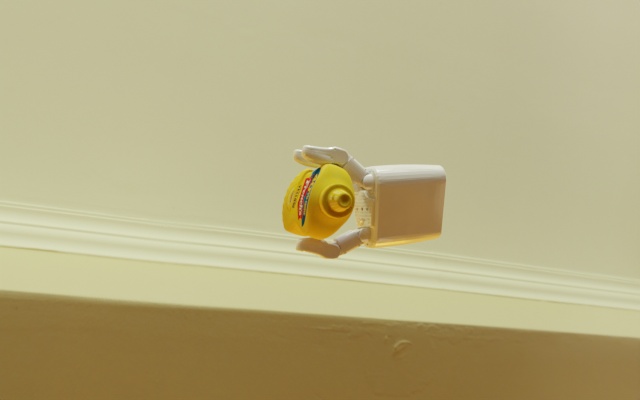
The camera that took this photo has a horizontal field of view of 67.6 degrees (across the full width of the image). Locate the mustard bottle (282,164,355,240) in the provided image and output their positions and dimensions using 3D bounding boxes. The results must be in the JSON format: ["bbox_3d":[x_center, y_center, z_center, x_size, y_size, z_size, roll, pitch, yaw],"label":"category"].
[{"bbox_3d":[0.000,0.002,0.621,0.058,0.096,0.191,21,-7,-16],"label":"mustard bottle"}]
